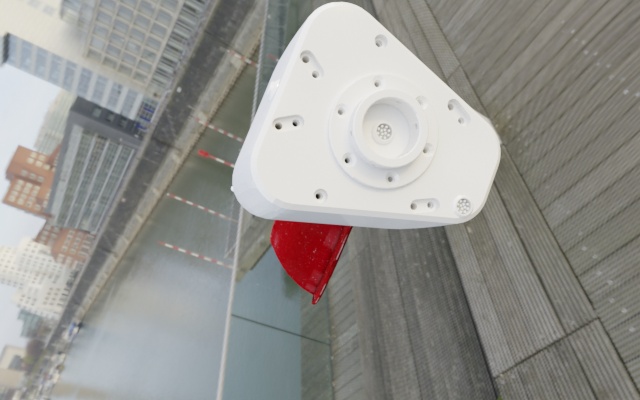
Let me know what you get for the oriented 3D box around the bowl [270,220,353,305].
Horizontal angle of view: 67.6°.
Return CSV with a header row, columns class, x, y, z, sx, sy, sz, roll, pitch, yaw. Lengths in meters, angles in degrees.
class,x,y,z,sx,sy,sz,roll,pitch,yaw
bowl,-0.001,0.002,0.402,0.055,0.162,0.162,21,0,1
